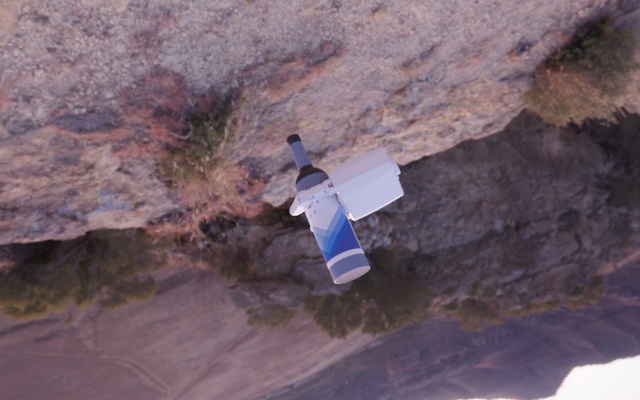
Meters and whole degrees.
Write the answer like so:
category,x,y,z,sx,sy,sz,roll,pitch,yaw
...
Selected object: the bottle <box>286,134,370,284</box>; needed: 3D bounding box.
category,x,y,z,sx,sy,sz,roll,pitch,yaw
bottle,0.000,0.003,0.868,0.069,0.295,0.069,-20,-23,-9
